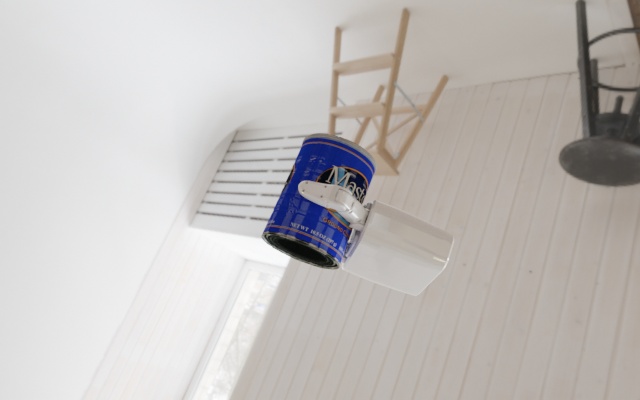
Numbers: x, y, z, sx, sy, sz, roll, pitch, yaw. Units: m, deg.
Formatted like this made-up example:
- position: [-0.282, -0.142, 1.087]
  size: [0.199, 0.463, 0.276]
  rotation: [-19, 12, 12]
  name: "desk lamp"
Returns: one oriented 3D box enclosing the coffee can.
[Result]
- position: [0.000, 0.002, 0.600]
  size: [0.103, 0.140, 0.103]
  rotation: [20, -19, 7]
  name: "coffee can"
